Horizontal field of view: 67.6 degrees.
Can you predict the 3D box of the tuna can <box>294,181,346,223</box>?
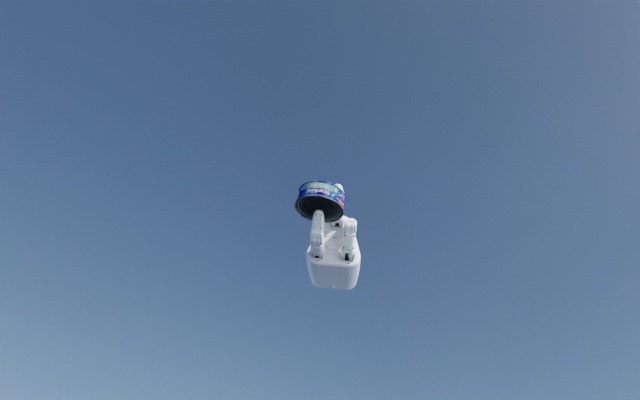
[{"bbox_3d":[0.000,0.002,0.828,0.086,0.033,0.086,8,-33,5],"label":"tuna can"}]
